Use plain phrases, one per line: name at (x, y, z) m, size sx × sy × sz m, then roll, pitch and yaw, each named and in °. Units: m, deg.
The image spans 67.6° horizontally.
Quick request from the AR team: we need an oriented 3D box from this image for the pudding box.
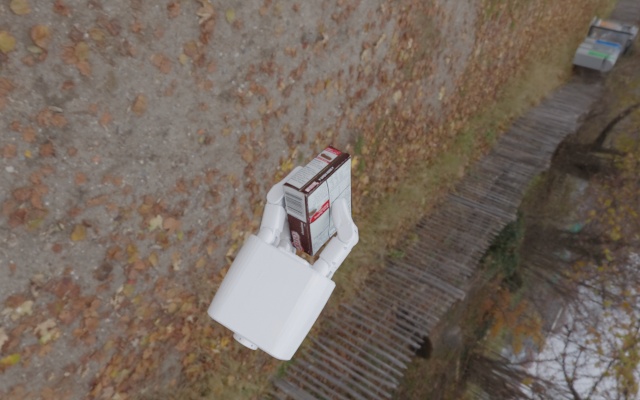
pudding box at (0.000, 0.002, 0.598) m, size 0.039 × 0.114 × 0.090 m, roll 28°, pitch 53°, yaw 26°
